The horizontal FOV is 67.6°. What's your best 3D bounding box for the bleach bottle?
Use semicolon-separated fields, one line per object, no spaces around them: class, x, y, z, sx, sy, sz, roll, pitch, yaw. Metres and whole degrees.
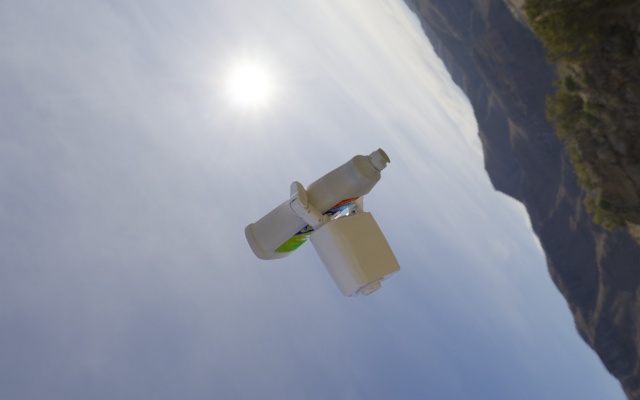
bleach bottle;0.000;0.002;0.752;0.251;0.068;0.102;-38;-20;25
